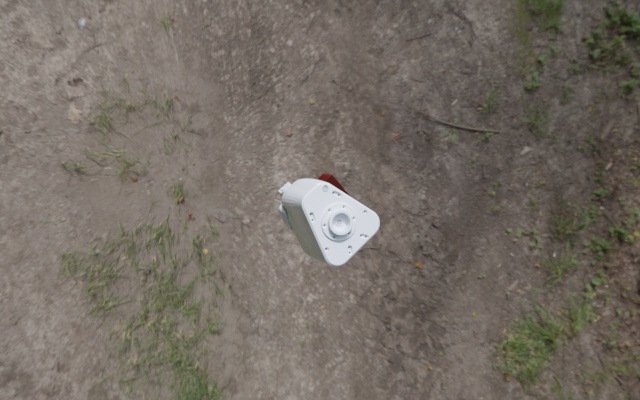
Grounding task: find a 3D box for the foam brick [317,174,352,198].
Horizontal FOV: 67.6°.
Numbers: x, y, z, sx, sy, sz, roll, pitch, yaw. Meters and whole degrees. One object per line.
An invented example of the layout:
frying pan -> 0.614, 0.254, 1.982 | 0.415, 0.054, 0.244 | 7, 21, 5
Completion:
foam brick -> 0.000, 0.002, 0.748 | 0.078, 0.053, 0.051 | -44, 14, -11
